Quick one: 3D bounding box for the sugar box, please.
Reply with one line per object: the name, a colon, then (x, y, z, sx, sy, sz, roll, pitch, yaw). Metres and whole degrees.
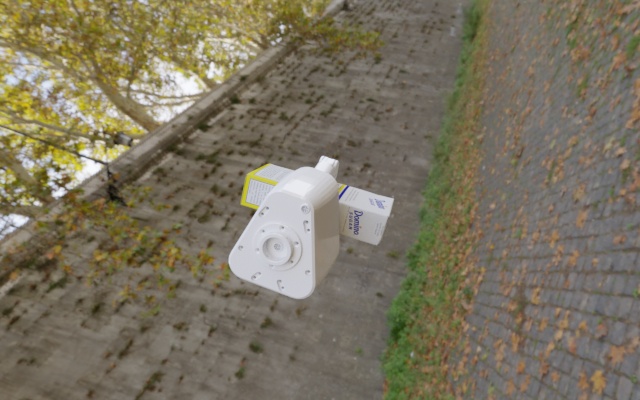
sugar box: (0.000, 0.002, 0.599, 0.176, 0.048, 0.093, 19, 17, 8)
